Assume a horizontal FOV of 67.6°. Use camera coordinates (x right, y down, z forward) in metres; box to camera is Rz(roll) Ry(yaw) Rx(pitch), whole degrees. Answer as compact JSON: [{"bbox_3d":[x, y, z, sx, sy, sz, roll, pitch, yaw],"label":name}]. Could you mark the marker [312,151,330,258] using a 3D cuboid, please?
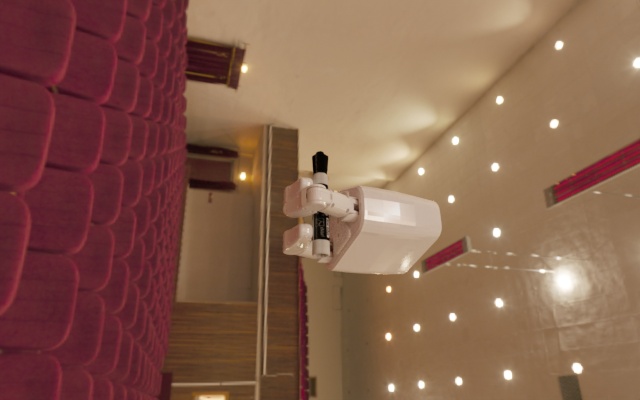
[{"bbox_3d":[0.000,0.002,0.521,0.020,0.121,0.020,-1,-22,0],"label":"marker"}]
